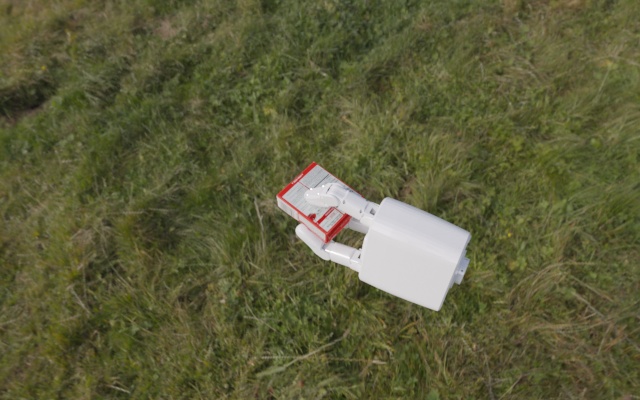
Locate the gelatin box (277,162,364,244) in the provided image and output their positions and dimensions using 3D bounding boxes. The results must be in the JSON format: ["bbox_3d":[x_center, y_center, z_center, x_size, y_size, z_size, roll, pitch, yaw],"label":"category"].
[{"bbox_3d":[0.000,0.002,0.615,0.089,0.073,0.030,37,-25,20],"label":"gelatin box"}]
